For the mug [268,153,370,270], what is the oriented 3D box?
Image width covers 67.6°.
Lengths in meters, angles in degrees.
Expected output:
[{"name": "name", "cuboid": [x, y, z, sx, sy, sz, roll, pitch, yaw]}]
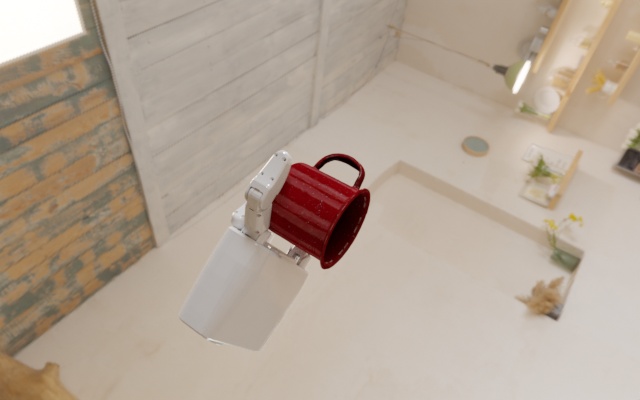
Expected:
[{"name": "mug", "cuboid": [0.001, 0.000, 0.500, 0.081, 0.117, 0.093, 29, -7, 20]}]
